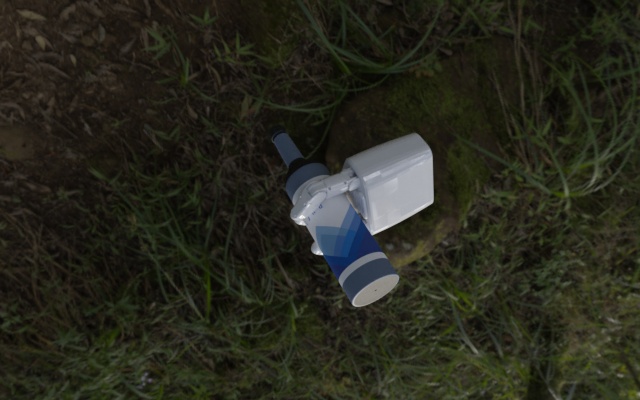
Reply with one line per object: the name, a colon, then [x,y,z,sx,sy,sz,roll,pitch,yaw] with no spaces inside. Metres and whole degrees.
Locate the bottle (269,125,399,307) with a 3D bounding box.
bottle: [0.000,0.002,0.651,0.069,0.295,0.069,-23,-32,-15]
